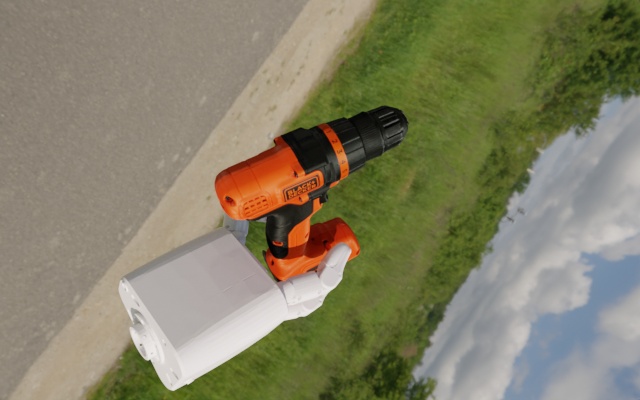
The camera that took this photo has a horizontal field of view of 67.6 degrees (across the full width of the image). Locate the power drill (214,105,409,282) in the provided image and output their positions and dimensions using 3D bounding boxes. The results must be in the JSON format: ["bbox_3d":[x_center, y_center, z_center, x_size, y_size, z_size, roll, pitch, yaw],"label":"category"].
[{"bbox_3d":[0.000,0.002,0.476,0.184,0.057,0.188,-23,-36,-12],"label":"power drill"}]
